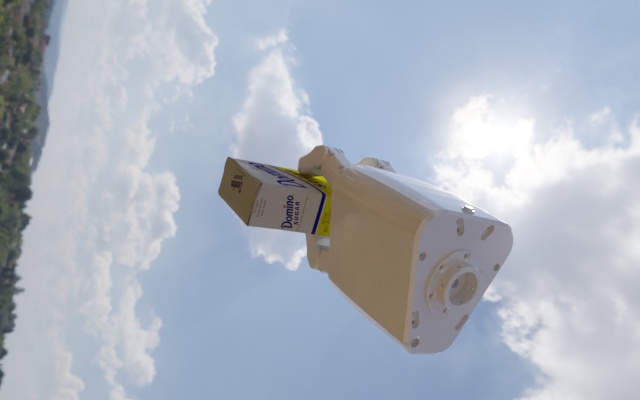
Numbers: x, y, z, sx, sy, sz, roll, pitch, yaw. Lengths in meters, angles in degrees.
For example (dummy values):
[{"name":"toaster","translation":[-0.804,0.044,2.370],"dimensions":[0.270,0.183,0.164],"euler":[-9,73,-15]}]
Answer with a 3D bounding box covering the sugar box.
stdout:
[{"name":"sugar box","translation":[0.000,0.001,0.463],"dimensions":[0.176,0.048,0.093],"euler":[12,12,-31]}]
